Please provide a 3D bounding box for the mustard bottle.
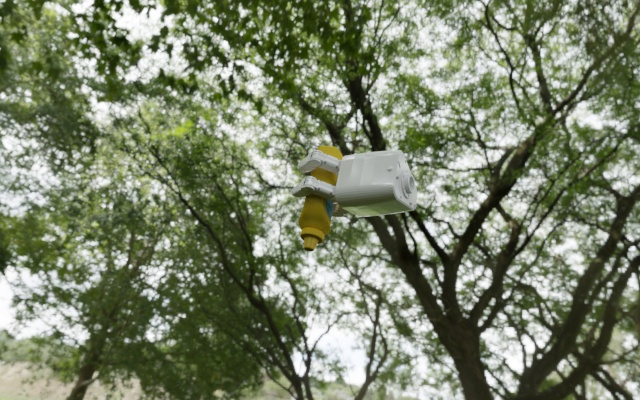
[{"bbox_3d":[0.000,0.003,0.861,0.058,0.191,0.096,8,-29,9],"label":"mustard bottle"}]
